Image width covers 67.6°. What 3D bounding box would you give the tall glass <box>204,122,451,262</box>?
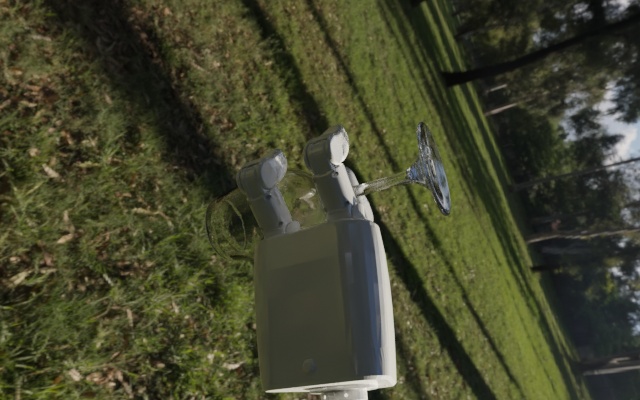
[{"bbox_3d":[0.001,0.001,0.402,0.201,0.079,0.079,-16,-7,24],"label":"tall glass"}]
